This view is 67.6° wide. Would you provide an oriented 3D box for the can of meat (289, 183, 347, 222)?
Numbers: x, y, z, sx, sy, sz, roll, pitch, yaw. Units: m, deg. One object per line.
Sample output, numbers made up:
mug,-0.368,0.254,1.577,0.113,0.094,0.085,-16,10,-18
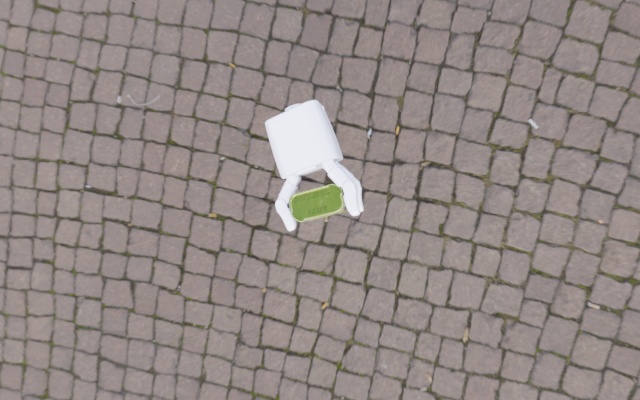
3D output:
can of meat,0.000,0.003,0.851,0.102,0.057,0.084,-15,-1,10
